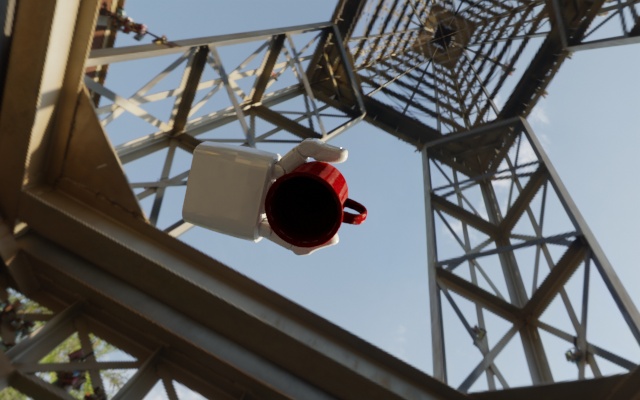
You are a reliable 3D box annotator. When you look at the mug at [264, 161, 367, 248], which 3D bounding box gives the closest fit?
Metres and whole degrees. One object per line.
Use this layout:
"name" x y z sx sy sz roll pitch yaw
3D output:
"mug" 0.002 0.002 0.580 0.117 0.093 0.081 13 21 9
